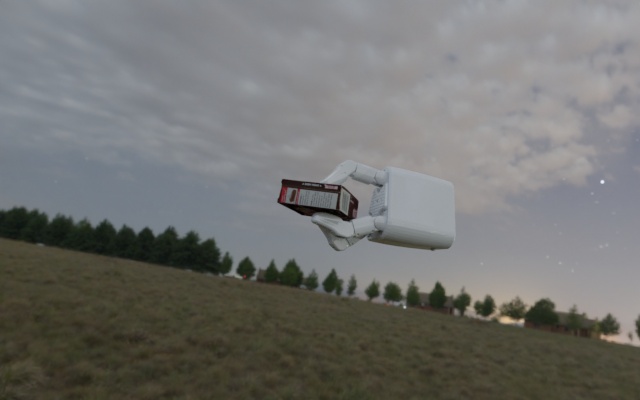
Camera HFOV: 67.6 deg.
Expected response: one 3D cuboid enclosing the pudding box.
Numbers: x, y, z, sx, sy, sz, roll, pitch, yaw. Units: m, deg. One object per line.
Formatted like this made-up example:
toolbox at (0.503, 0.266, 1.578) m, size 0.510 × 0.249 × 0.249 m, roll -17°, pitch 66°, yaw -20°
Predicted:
pudding box at (0.000, 0.002, 0.686) m, size 0.090 × 0.039 × 0.113 m, roll 6°, pitch -11°, yaw 17°
